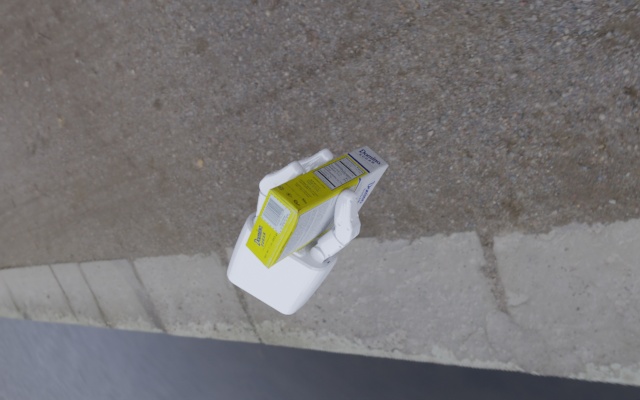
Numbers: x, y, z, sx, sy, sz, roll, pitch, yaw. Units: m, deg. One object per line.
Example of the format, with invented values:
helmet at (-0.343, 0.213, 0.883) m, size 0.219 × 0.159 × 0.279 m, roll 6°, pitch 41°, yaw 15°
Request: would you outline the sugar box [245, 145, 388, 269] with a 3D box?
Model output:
sugar box at (0.000, 0.002, 0.552) m, size 0.048 × 0.093 × 0.176 m, roll 42°, pitch 40°, yaw 15°
